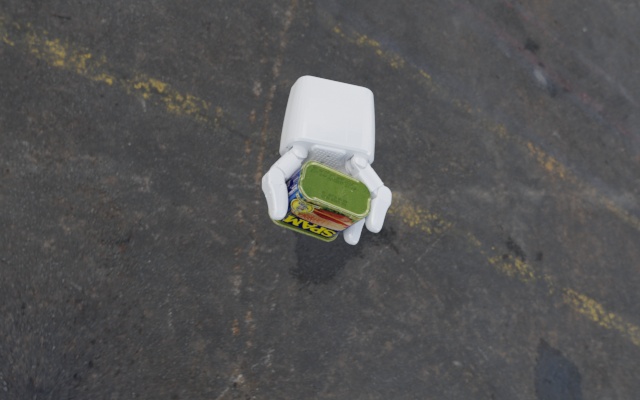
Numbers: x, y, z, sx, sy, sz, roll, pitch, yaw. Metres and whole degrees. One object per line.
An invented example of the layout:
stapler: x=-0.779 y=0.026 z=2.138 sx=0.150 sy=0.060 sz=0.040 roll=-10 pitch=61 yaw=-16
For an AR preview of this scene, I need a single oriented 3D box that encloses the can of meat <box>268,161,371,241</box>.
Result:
can of meat: x=0.000 y=0.002 z=0.587 sx=0.102 sy=0.057 sz=0.084 roll=21 pitch=-31 yaw=-22
